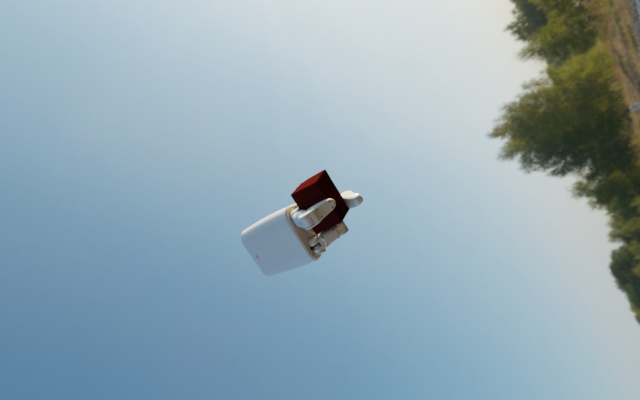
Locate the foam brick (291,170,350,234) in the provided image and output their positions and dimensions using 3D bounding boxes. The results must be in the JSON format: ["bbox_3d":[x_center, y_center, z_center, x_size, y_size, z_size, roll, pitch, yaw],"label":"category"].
[{"bbox_3d":[0.000,0.002,0.750,0.051,0.078,0.053,-25,14,28],"label":"foam brick"}]
